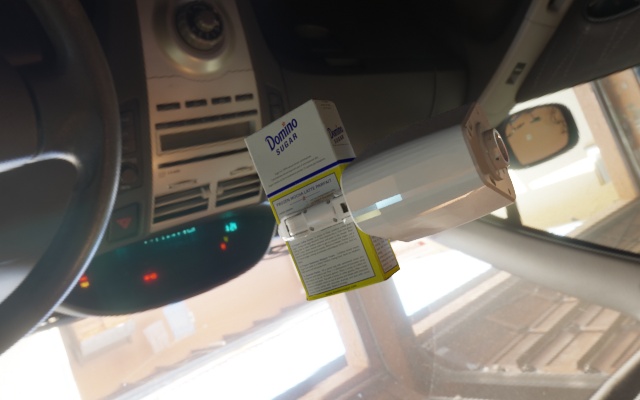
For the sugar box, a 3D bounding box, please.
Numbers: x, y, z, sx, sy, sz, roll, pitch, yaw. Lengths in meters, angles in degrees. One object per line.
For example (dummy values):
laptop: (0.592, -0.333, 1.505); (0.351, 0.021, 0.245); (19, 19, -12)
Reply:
sugar box: (0.001, 0.001, 0.462); (0.093, 0.176, 0.048); (-23, -6, 32)
